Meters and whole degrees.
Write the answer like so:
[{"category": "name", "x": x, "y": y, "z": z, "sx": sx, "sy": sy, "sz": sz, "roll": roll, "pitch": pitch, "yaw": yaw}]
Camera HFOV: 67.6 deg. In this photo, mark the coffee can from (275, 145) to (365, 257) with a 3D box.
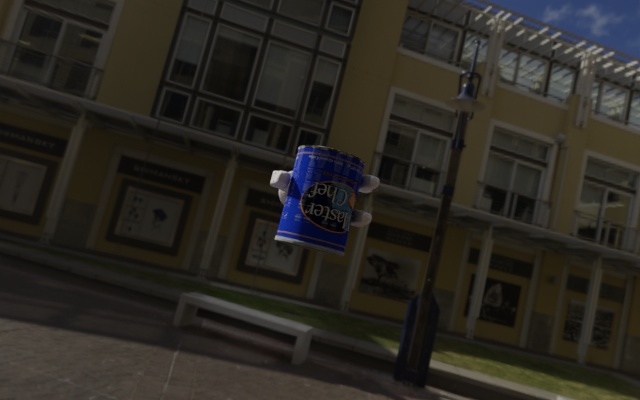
[{"category": "coffee can", "x": 0.000, "y": 0.002, "z": 0.695, "sx": 0.103, "sy": 0.140, "sz": 0.103, "roll": 14, "pitch": -7, "yaw": 2}]
